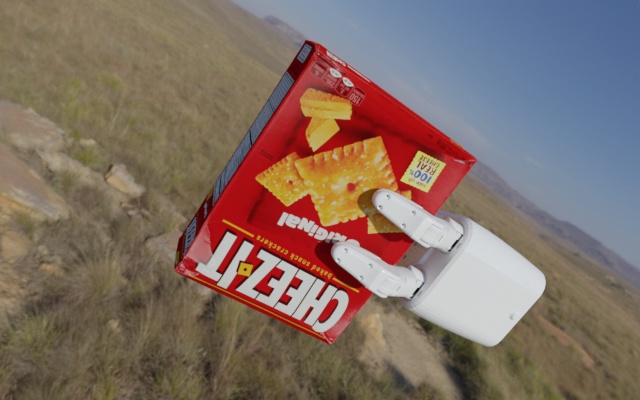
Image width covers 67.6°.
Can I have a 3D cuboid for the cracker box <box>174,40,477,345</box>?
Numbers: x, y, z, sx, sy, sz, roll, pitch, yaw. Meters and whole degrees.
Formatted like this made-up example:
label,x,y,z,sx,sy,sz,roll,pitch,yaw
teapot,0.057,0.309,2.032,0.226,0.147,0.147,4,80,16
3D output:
label,x,y,z,sx,sy,sz,roll,pitch,yaw
cracker box,0.000,0.001,0.413,0.164,0.214,0.072,31,14,-19
